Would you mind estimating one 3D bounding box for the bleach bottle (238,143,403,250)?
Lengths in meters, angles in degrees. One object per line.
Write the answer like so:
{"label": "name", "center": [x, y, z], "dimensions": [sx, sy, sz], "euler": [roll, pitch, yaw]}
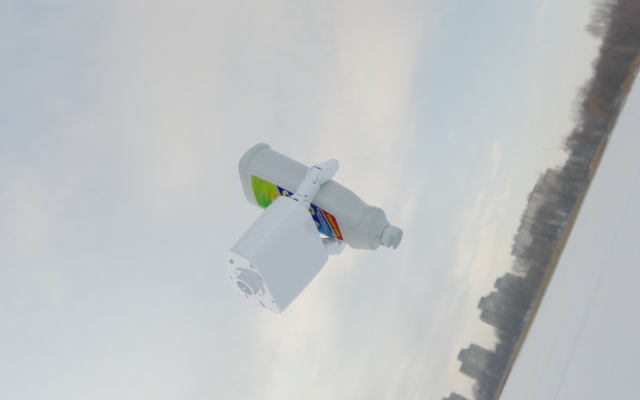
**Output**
{"label": "bleach bottle", "center": [0.000, 0.002, 0.685], "dimensions": [0.251, 0.103, 0.068], "euler": [23, 51, 27]}
